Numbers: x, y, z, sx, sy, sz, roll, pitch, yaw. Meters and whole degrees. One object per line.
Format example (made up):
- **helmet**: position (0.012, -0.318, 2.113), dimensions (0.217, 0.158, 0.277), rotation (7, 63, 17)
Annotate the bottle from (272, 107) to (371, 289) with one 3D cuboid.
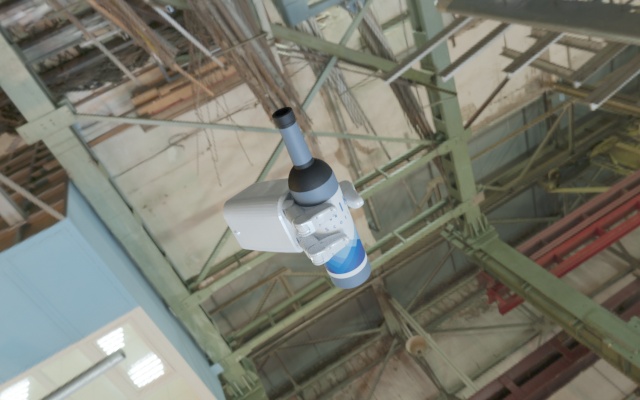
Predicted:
- **bottle**: position (0.000, 0.002, 0.680), dimensions (0.069, 0.296, 0.069), rotation (-16, 34, 11)
